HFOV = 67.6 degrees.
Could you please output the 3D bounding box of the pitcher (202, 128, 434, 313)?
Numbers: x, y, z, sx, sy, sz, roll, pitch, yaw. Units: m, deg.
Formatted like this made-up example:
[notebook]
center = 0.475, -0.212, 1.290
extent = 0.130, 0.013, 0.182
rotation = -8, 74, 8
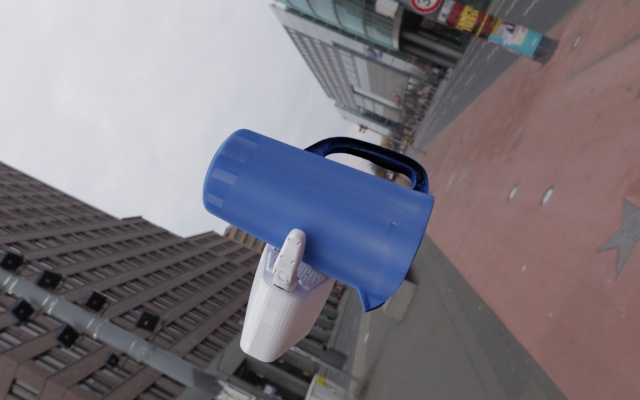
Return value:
[pitcher]
center = 0.000, 0.002, 0.548
extent = 0.243, 0.145, 0.149
rotation = 24, 25, 6
